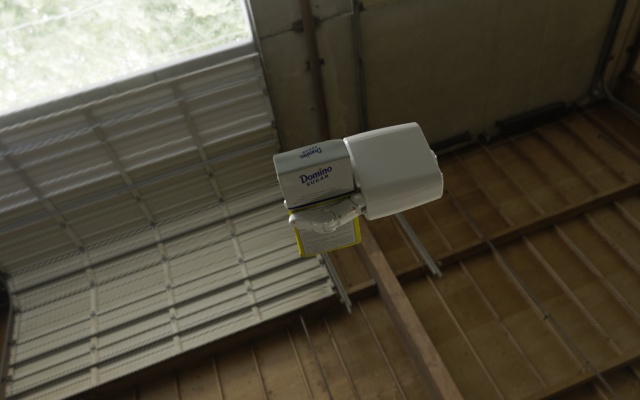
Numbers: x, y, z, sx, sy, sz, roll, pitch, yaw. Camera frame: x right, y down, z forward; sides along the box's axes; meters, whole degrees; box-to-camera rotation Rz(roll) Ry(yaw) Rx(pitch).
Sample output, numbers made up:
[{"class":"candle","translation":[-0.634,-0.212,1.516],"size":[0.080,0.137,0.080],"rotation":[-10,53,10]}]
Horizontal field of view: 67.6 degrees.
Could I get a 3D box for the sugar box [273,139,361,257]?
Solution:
[{"class":"sugar box","translation":[0.000,0.002,0.647],"size":[0.093,0.176,0.048],"rotation":[-15,46,-3]}]
